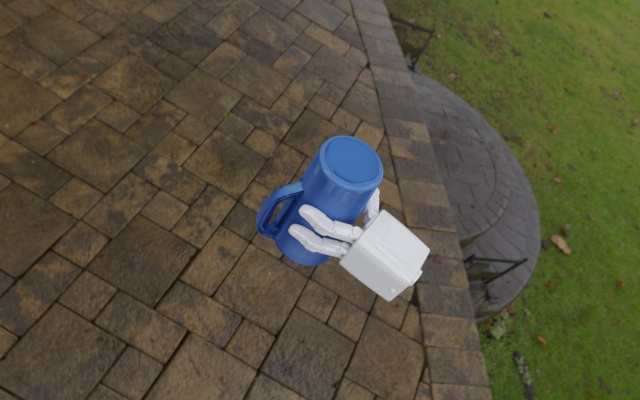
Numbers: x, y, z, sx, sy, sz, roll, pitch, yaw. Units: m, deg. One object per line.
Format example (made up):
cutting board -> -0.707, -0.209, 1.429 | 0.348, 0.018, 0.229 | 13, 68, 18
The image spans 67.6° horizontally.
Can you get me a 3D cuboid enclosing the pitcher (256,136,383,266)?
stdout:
pitcher -> 0.000, 0.003, 0.816 | 0.149, 0.145, 0.243 | -45, -9, -38
